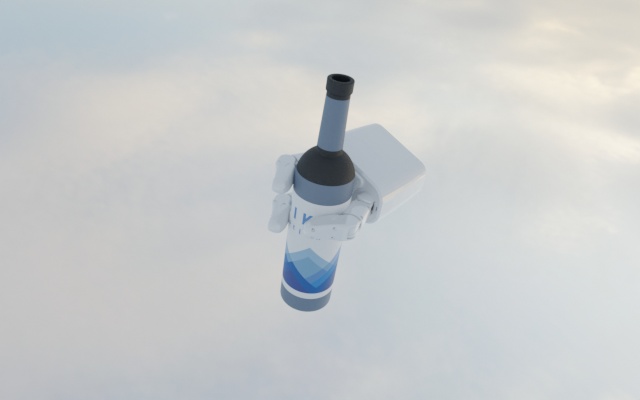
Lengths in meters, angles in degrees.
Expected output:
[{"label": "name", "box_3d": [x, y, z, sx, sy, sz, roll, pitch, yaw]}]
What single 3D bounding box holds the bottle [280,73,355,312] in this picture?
[{"label": "bottle", "box_3d": [0.000, 0.002, 0.544, 0.069, 0.296, 0.069, 6, 35, -4]}]
